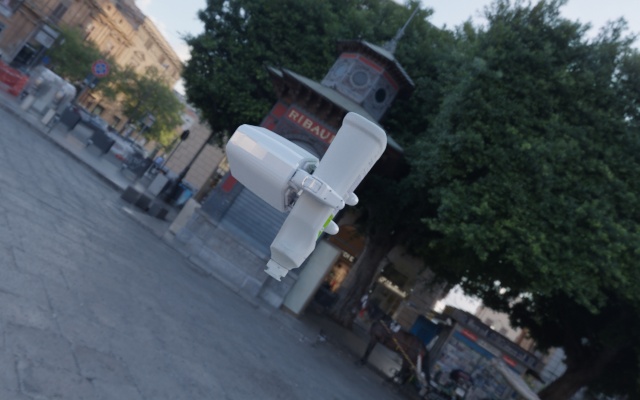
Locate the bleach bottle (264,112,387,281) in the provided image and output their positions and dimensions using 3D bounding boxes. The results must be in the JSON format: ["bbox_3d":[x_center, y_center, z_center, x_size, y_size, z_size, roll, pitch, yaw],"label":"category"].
[{"bbox_3d":[0.000,0.002,0.683,0.068,0.251,0.102,33,-6,11],"label":"bleach bottle"}]
